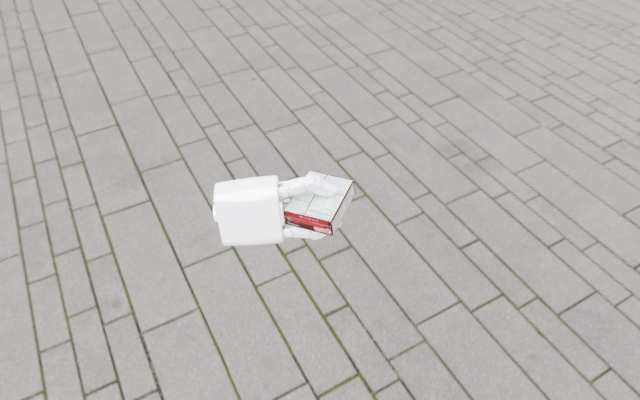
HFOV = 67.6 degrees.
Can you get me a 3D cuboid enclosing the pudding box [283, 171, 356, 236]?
[{"bbox_3d":[0.000,0.003,0.823,0.090,0.039,0.113,14,49,19],"label":"pudding box"}]
